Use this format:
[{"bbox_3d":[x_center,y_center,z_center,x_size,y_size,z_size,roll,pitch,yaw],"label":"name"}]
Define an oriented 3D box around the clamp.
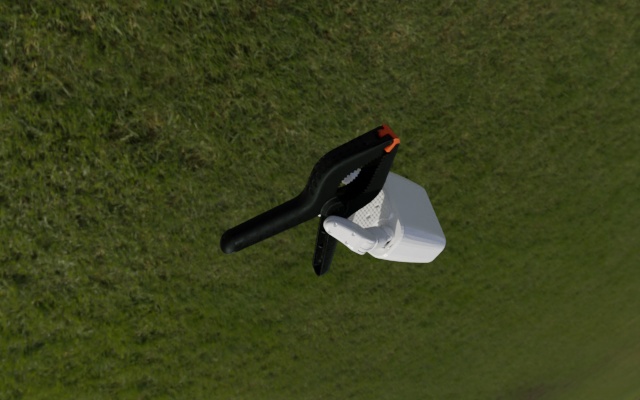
[{"bbox_3d":[0.001,0.002,0.516,0.164,0.210,0.036,14,33,-44],"label":"clamp"}]
